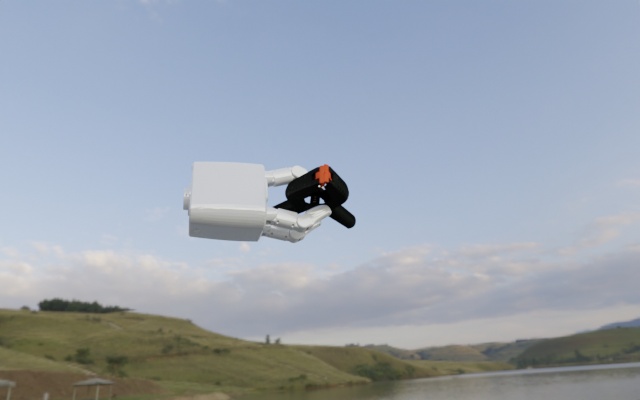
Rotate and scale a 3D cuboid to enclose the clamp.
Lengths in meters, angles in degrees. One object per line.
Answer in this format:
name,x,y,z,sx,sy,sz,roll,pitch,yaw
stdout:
clamp,0.000,0.001,0.743,0.164,0.036,0.210,4,-22,-14
